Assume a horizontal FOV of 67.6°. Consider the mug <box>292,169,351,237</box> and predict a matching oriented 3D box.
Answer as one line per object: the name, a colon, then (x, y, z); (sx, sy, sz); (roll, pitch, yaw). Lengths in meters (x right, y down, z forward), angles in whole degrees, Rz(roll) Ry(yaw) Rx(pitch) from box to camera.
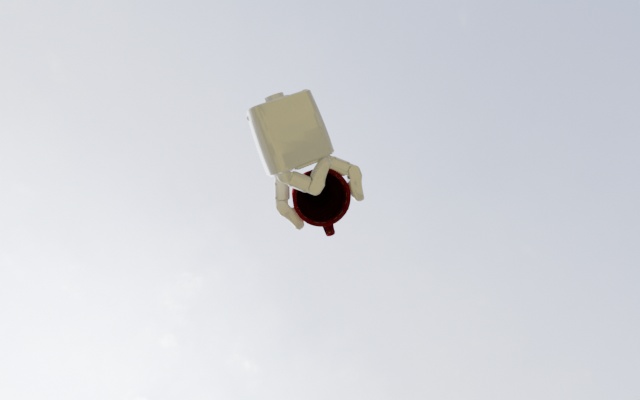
mug: (0.001, 0.004, 0.786); (0.093, 0.117, 0.081); (-20, 9, -6)
